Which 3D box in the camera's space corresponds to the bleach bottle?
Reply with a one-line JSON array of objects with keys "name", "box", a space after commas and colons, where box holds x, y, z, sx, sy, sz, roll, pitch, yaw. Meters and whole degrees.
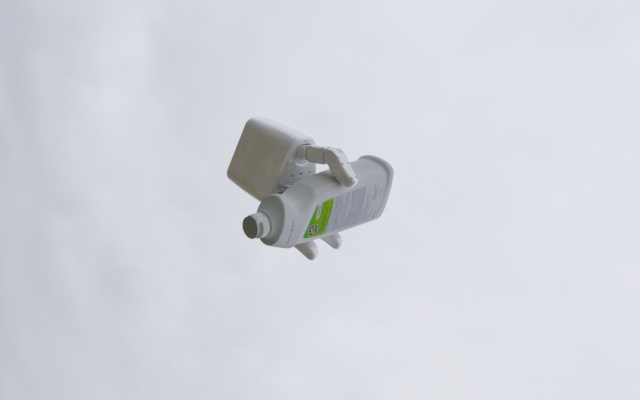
[{"name": "bleach bottle", "box": [0.000, 0.002, 0.652, 0.068, 0.103, 0.251, 27, 27, 34]}]
